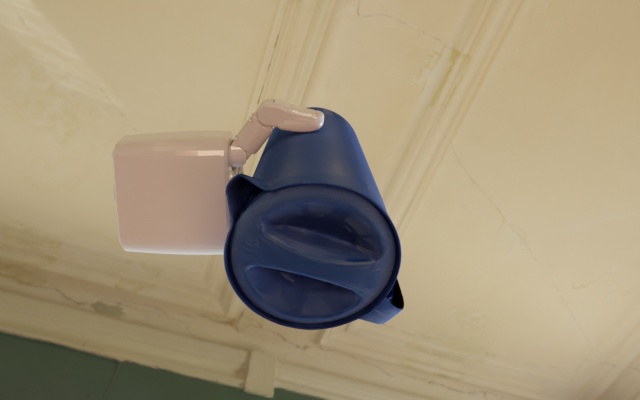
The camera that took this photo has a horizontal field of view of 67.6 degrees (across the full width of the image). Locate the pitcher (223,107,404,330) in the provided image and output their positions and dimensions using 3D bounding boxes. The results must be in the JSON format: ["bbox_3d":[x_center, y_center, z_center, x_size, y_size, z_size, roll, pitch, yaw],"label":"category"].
[{"bbox_3d":[0.000,0.001,0.461,0.145,0.149,0.242,-1,27,0],"label":"pitcher"}]
